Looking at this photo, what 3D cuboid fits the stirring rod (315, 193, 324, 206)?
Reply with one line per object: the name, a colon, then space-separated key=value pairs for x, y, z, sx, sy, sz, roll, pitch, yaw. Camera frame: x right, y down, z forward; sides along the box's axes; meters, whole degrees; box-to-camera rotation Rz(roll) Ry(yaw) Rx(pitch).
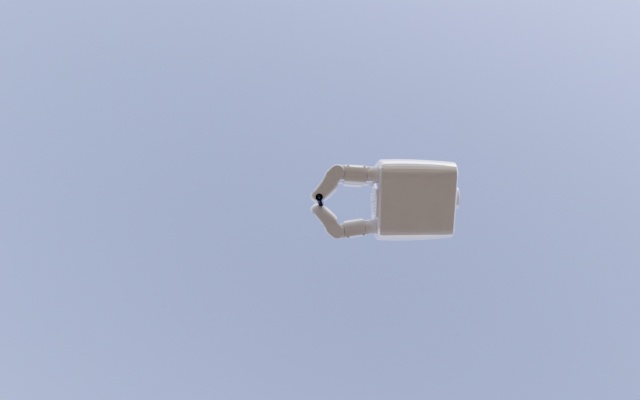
stirring rod: x=0.000 y=0.002 z=0.620 sx=0.011 sy=0.011 sz=0.239 roll=0 pitch=-3 yaw=1
